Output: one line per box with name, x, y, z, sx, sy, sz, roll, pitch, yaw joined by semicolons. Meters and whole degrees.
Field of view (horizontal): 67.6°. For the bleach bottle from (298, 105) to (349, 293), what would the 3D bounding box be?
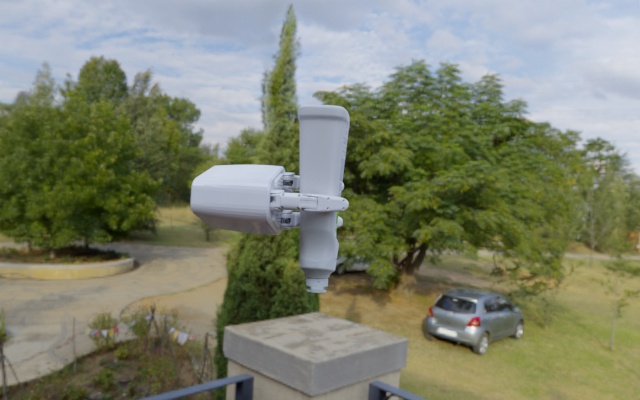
bleach bottle;0.000;0.002;0.662;0.068;0.251;0.102;3;0;8
